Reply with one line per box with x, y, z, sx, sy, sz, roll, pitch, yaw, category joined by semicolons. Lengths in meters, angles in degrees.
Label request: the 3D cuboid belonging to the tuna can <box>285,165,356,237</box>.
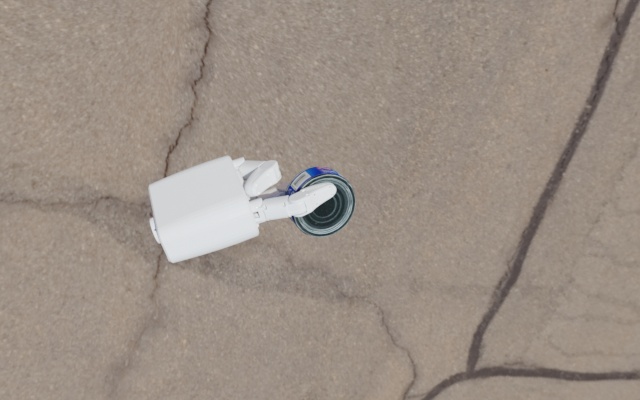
0.000;0.002;0.596;0.086;0.086;0.033;0;20;-22;tuna can
